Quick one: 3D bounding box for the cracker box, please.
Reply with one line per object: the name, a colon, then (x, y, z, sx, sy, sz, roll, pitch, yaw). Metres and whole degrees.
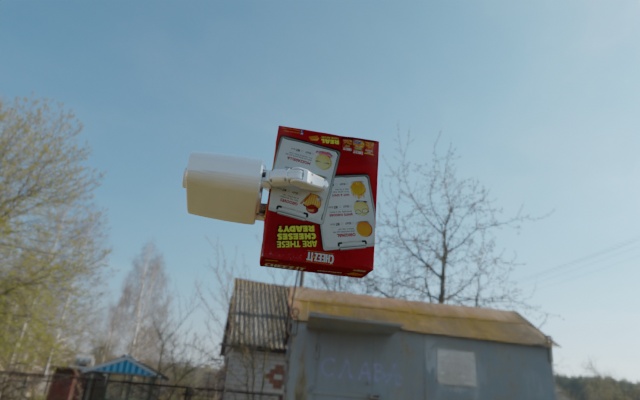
cracker box: (0.000, 0.002, 0.737, 0.164, 0.213, 0.072, 8, -22, -7)
